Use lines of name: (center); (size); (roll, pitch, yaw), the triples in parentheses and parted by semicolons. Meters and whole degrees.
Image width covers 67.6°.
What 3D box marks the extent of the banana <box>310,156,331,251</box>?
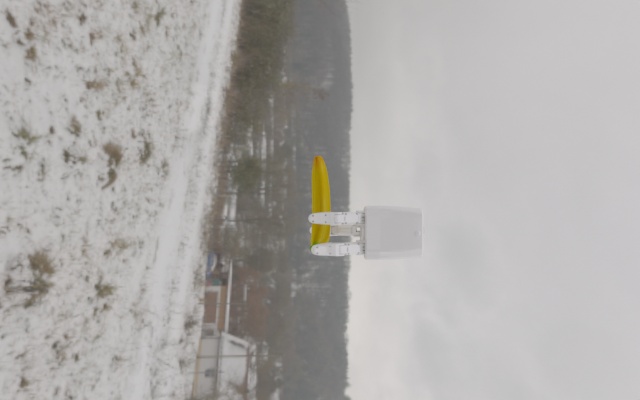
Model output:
banana: (0.001, 0.014, 0.912); (0.037, 0.197, 0.070); (0, -25, 2)
